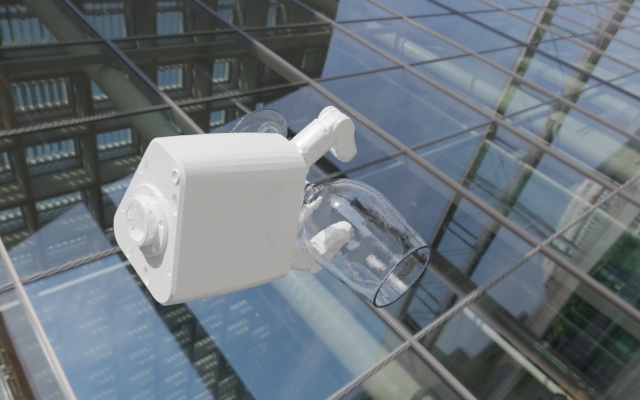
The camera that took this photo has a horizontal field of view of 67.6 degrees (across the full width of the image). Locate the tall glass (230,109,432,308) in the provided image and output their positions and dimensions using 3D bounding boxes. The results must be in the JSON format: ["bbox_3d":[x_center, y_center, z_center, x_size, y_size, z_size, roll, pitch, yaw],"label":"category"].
[{"bbox_3d":[0.000,0.001,0.412,0.201,0.079,0.079,42,25,31],"label":"tall glass"}]
